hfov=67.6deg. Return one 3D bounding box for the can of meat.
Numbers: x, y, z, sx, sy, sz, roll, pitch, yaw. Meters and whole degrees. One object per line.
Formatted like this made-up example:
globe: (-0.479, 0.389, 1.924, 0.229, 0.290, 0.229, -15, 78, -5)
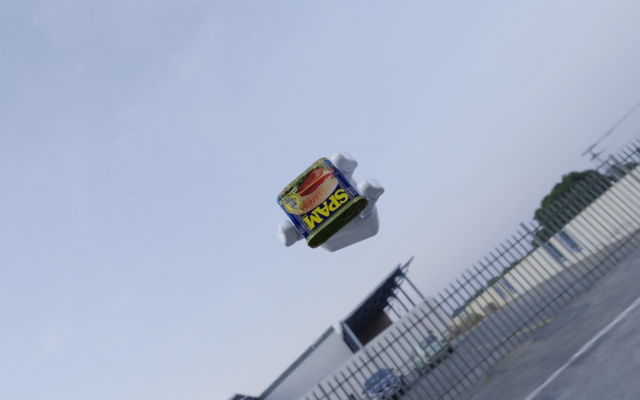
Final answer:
can of meat: (0.000, 0.002, 0.670, 0.102, 0.084, 0.057, -40, -20, 1)
